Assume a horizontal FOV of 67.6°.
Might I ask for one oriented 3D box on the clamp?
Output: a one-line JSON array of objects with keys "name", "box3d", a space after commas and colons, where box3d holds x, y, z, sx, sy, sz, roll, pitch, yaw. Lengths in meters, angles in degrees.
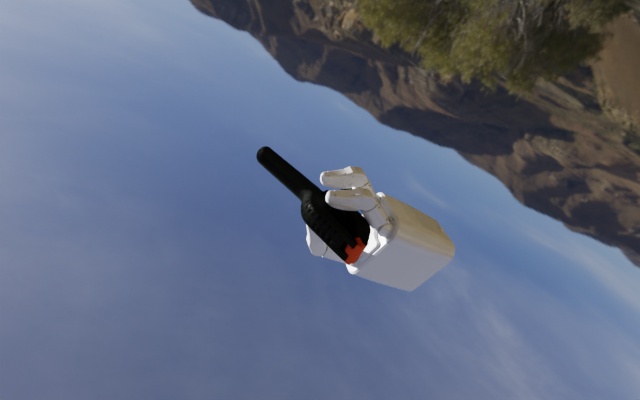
[{"name": "clamp", "box3d": [0.000, 0.003, 0.612, 0.164, 0.036, 0.209, 21, 24, -24]}]
